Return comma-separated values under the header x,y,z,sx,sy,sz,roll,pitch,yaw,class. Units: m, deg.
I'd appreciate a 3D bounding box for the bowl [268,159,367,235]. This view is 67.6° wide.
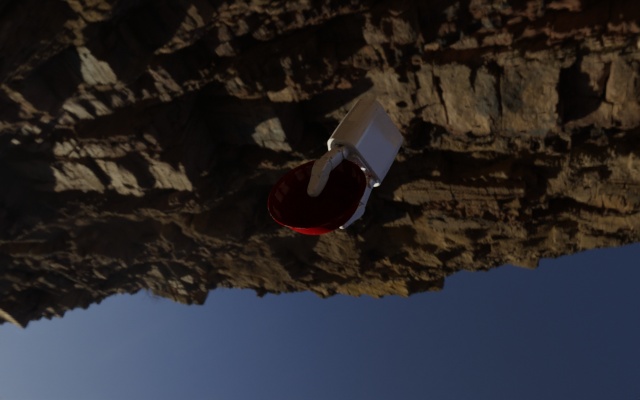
x,y,z,sx,sy,sz,roll,pitch,yaw,class
-0.001,0.004,0.768,0.162,0.055,0.162,-12,41,10,bowl
